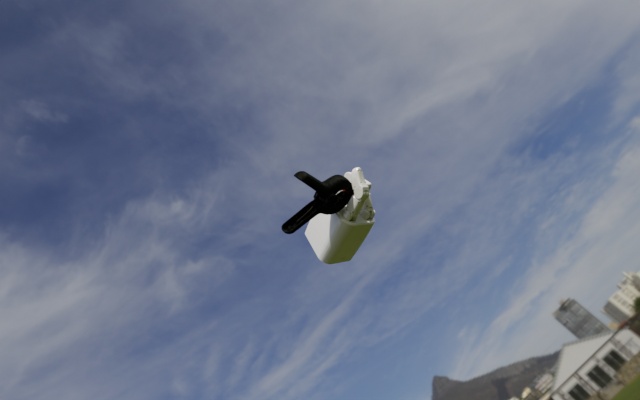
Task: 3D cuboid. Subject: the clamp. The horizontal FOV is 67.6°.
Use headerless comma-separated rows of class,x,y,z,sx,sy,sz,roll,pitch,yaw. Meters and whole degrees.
clamp,0.000,0.002,0.865,0.171,0.120,0.039,-1,36,-46
